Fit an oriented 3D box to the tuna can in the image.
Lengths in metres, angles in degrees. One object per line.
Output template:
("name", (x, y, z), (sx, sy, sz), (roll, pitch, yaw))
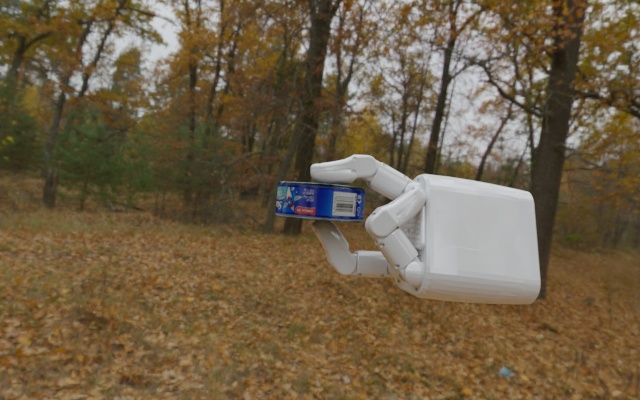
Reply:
("tuna can", (0.000, 0.001, 0.460), (0.086, 0.034, 0.086), (4, 0, 0))
